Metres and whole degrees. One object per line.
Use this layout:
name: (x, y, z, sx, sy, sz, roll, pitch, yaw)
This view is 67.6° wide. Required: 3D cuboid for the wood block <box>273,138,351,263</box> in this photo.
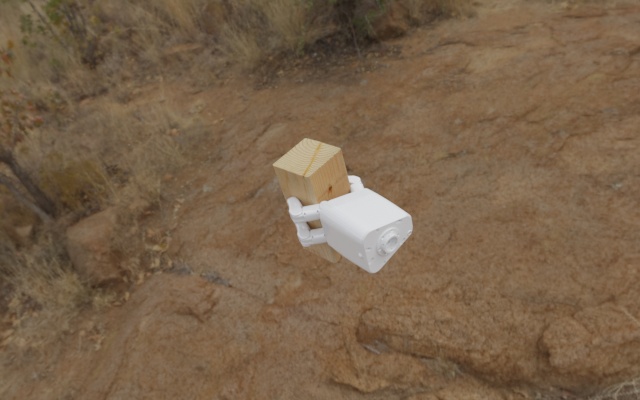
wood block: (0.001, 0.003, 0.876, 0.090, 0.206, 0.090, 21, 52, 38)
